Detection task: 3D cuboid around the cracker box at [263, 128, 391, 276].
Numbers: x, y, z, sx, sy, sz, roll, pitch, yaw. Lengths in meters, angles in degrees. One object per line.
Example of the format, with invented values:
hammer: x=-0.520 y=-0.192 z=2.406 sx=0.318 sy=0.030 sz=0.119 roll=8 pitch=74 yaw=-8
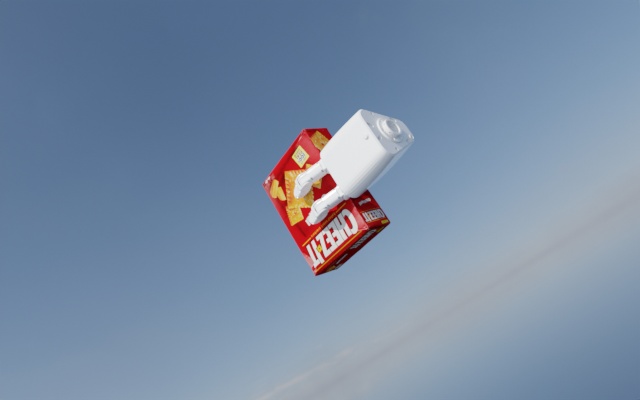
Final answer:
cracker box: x=0.000 y=0.003 z=0.859 sx=0.072 sy=0.213 sz=0.164 roll=-11 pitch=-27 yaw=-46
